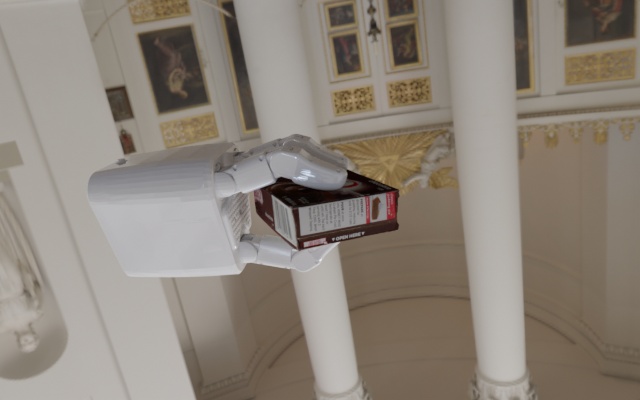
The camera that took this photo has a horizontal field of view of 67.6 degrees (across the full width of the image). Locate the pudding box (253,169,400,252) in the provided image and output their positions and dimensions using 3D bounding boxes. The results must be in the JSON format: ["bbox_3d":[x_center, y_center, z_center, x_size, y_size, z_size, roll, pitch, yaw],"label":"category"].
[{"bbox_3d":[0.000,0.001,0.404,0.090,0.039,0.113,-11,19,-21],"label":"pudding box"}]
